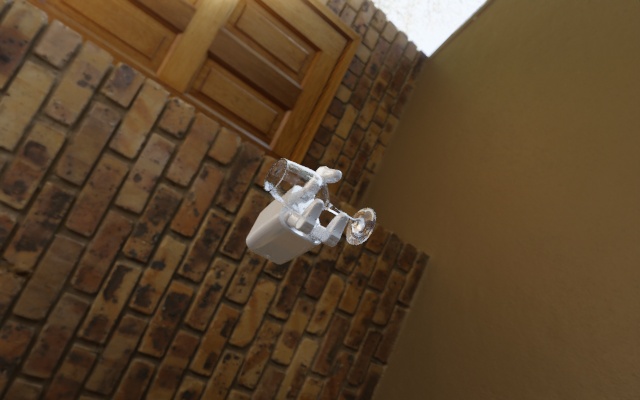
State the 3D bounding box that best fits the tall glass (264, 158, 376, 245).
[{"bbox_3d":[0.001,0.003,0.823,0.201,0.079,0.079,32,-17,-30],"label":"tall glass"}]
